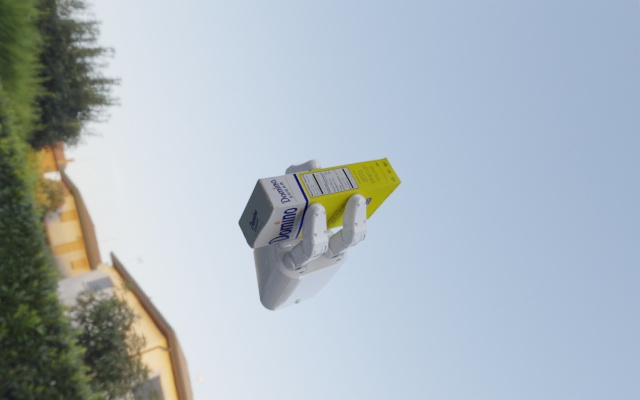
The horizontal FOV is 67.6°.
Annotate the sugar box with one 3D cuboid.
[{"bbox_3d":[0.000,0.002,0.560,0.176,0.048,0.093,-15,-25,-32],"label":"sugar box"}]
